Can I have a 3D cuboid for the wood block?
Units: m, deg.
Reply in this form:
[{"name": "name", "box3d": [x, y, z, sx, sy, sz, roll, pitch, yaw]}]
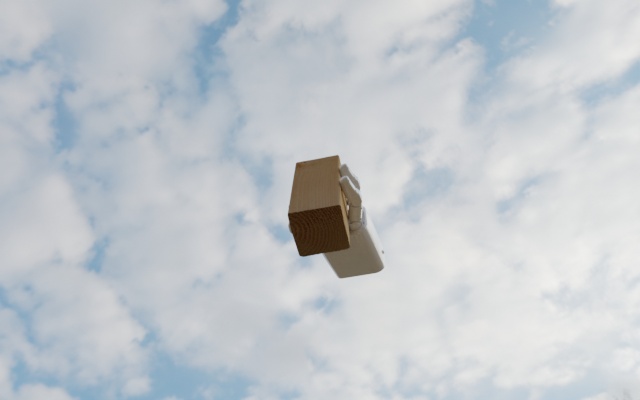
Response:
[{"name": "wood block", "box3d": [0.000, 0.003, 0.878, 0.091, 0.090, 0.206, -11, 27, 7]}]
